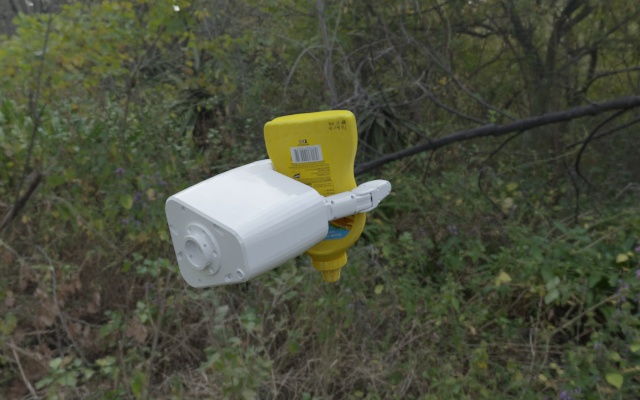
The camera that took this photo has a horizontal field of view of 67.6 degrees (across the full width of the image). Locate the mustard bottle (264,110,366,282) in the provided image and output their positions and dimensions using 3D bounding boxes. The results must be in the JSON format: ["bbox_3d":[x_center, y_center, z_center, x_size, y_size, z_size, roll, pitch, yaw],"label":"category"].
[{"bbox_3d":[0.000,0.001,0.527,0.096,0.192,0.058,-3,18,15],"label":"mustard bottle"}]
